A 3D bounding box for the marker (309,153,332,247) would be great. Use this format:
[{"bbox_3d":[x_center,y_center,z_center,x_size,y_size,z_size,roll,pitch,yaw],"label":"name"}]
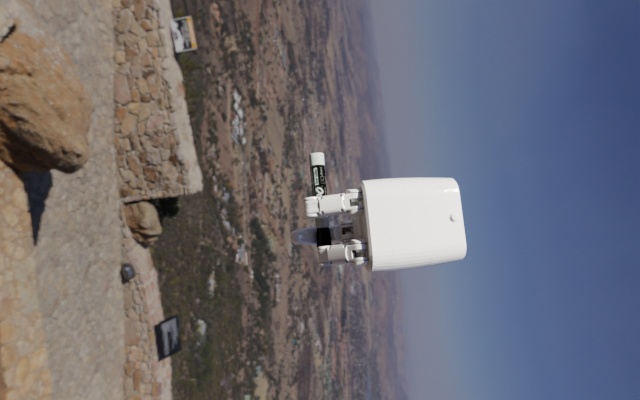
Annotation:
[{"bbox_3d":[0.000,0.002,0.587,0.020,0.121,0.020,-5,-7,-1],"label":"marker"}]
